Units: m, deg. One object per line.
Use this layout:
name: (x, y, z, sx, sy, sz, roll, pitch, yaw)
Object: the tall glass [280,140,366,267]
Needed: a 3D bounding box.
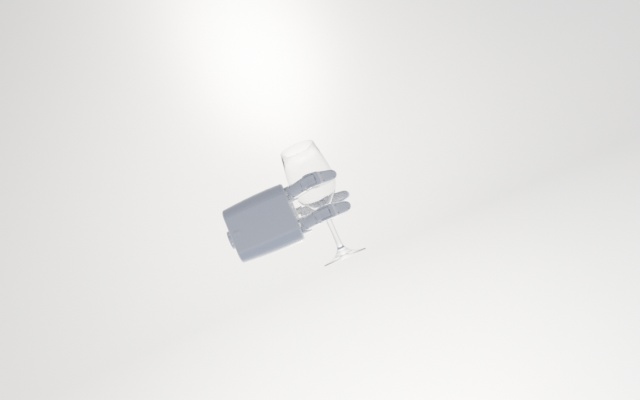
tall glass: (0.001, 0.003, 0.786, 0.079, 0.201, 0.079, -23, -8, -3)
